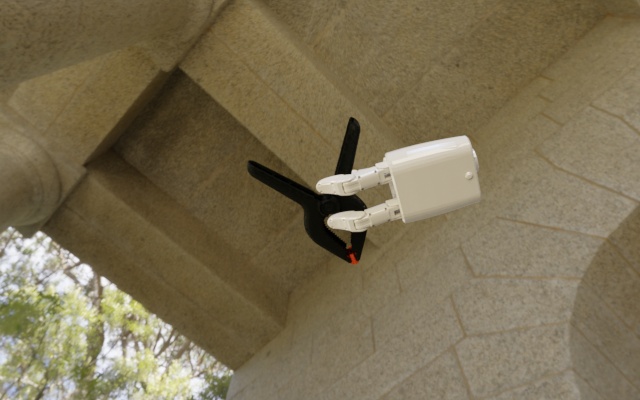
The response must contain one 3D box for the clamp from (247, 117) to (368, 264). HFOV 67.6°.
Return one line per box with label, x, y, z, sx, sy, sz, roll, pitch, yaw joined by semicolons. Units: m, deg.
clamp;0.001;0.002;0.678;0.164;0.210;0.036;-15;22;8
